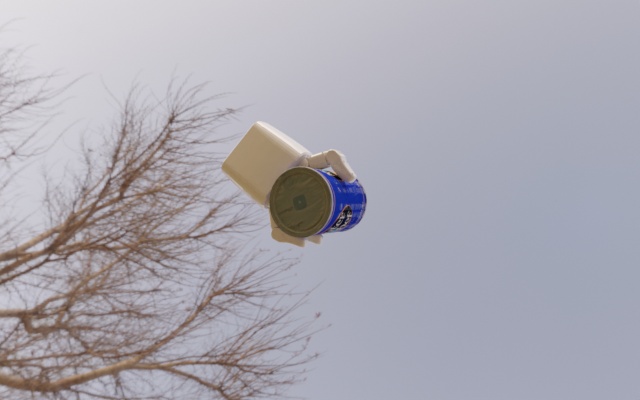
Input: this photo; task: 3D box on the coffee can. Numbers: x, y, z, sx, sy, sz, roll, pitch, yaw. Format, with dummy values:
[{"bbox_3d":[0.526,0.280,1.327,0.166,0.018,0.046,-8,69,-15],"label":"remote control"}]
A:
[{"bbox_3d":[0.000,0.002,0.746,0.103,0.103,0.140,0,0,26],"label":"coffee can"}]
